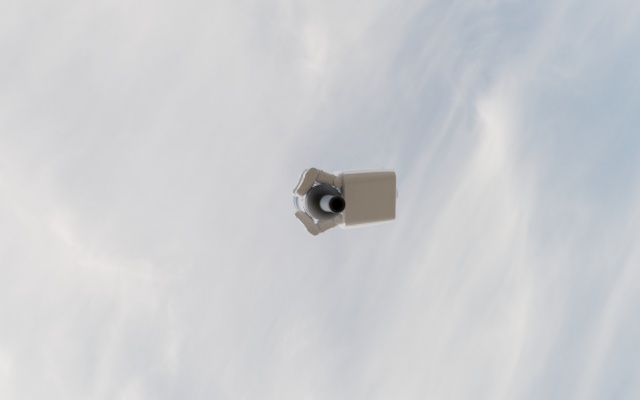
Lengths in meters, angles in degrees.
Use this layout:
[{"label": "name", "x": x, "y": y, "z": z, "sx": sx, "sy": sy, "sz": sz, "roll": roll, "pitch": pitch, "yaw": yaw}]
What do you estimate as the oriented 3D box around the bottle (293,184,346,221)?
[{"label": "bottle", "x": 0.000, "y": 0.003, "z": 0.898, "sx": 0.069, "sy": 0.069, "sz": 0.295, "roll": 0, "pitch": 1, "yaw": -10}]
